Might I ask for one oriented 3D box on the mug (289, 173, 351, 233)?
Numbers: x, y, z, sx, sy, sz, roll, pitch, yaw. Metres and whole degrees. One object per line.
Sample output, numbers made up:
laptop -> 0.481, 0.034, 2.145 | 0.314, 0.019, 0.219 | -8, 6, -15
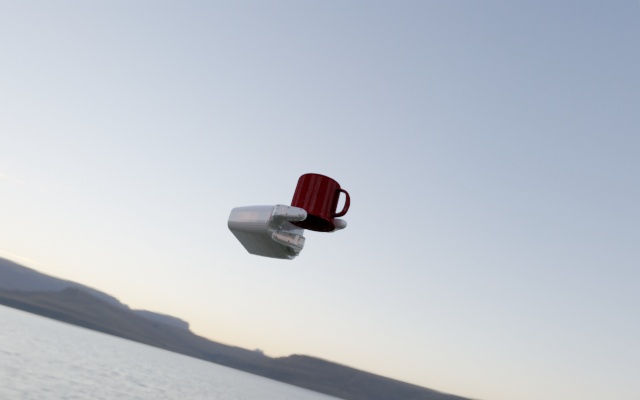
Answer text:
mug -> 0.001, 0.003, 0.852 | 0.117, 0.081, 0.093 | 0, -26, 34
